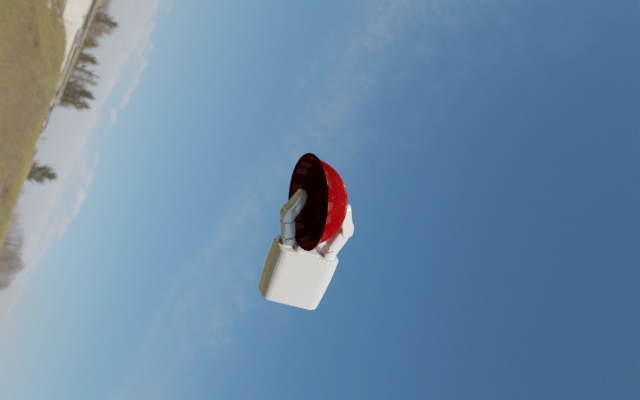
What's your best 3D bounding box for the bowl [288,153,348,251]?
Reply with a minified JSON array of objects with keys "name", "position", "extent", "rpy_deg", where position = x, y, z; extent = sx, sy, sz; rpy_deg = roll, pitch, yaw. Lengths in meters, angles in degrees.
[{"name":"bowl","position":[0.001,0.002,0.794],"extent":[0.055,0.162,0.162],"rpy_deg":[1,0,-25]}]
